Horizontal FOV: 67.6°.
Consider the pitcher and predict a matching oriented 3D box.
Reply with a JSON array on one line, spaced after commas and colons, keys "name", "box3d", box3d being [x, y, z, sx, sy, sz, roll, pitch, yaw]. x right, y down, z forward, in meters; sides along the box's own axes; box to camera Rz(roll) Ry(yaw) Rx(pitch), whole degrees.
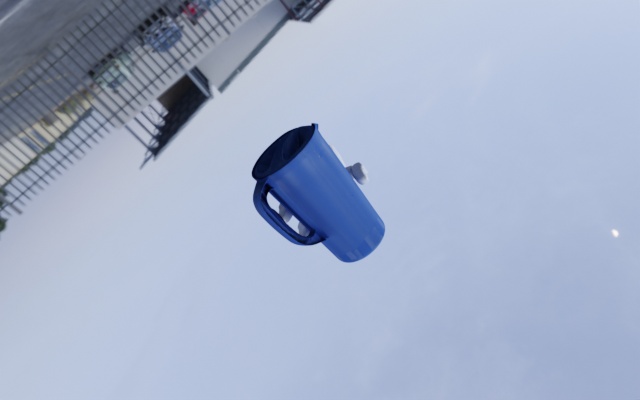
[{"name": "pitcher", "box3d": [0.000, 0.003, 0.820, 0.149, 0.243, 0.145, -35, 26, 12]}]
